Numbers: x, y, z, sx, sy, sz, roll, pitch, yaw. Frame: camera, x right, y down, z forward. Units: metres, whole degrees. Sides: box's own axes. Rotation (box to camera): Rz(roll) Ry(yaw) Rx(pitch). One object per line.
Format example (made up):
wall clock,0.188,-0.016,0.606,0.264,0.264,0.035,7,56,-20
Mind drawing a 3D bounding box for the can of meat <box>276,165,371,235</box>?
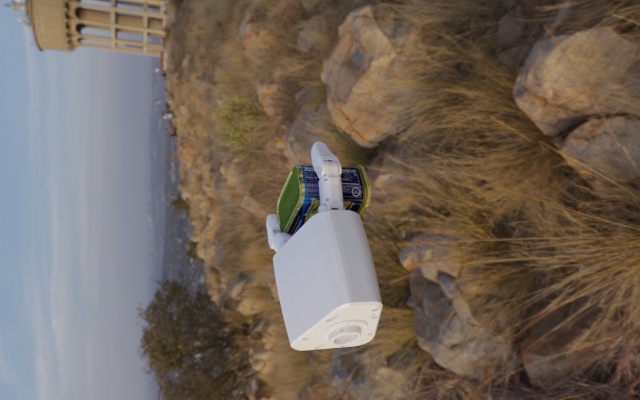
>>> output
can of meat,0.000,0.002,0.573,0.084,0.057,0.102,2,-35,-21
